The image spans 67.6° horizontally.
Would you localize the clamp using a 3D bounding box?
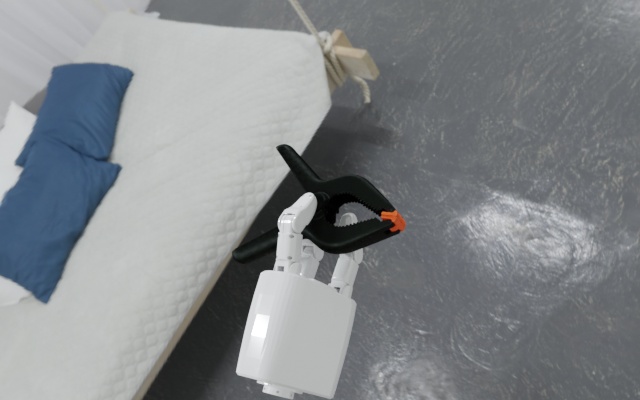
[{"bbox_3d":[0.000,0.002,0.558,0.210,0.164,0.036,0,-25,32],"label":"clamp"}]
